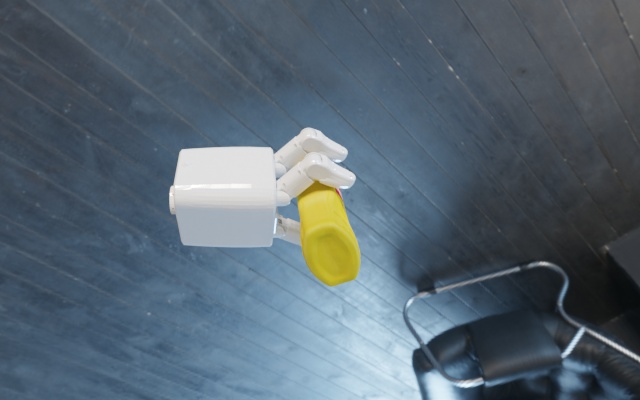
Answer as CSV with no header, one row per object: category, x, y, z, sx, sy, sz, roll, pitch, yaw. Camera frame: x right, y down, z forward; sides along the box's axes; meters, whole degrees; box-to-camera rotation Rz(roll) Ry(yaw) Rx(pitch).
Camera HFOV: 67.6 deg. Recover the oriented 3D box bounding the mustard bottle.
mustard bottle,0.000,0.002,0.564,0.058,0.096,0.191,-19,38,6
